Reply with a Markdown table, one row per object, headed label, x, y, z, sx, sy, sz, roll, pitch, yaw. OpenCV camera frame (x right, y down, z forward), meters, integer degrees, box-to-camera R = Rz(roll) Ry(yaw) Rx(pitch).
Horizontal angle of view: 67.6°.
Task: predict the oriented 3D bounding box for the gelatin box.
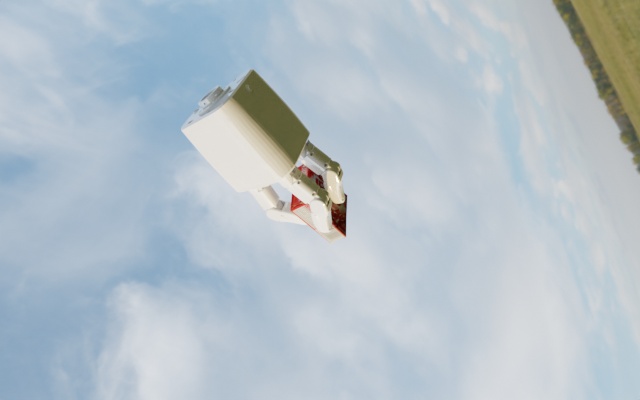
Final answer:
| label | x | y | z | sx | sy | sz | roll | pitch | yaw |
| --- | --- | --- | --- | --- | --- | --- | --- | --- | --- |
| gelatin box | 0.000 | 0.002 | 0.631 | 0.030 | 0.073 | 0.089 | -24 | -48 | 30 |
